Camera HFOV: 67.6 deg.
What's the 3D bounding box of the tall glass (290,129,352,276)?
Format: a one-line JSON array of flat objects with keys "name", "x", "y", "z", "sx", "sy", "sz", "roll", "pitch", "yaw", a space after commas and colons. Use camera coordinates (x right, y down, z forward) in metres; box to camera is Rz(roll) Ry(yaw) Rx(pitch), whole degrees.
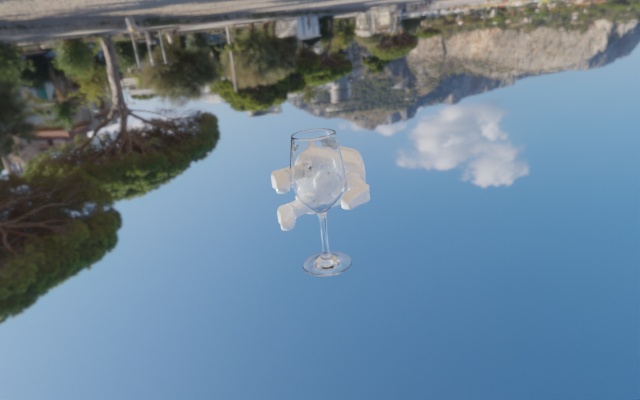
[{"name": "tall glass", "x": 0.000, "y": 0.003, "z": 0.682, "sx": 0.079, "sy": 0.201, "sz": 0.079, "roll": -5, "pitch": 21, "yaw": 2}]
